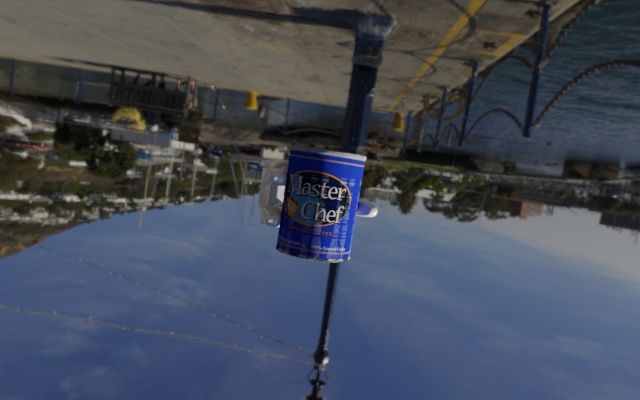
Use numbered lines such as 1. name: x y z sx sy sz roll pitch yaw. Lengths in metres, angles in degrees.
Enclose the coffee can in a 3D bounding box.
1. coffee can: 0.000 0.002 0.641 0.103 0.140 0.103 9 5 -1
